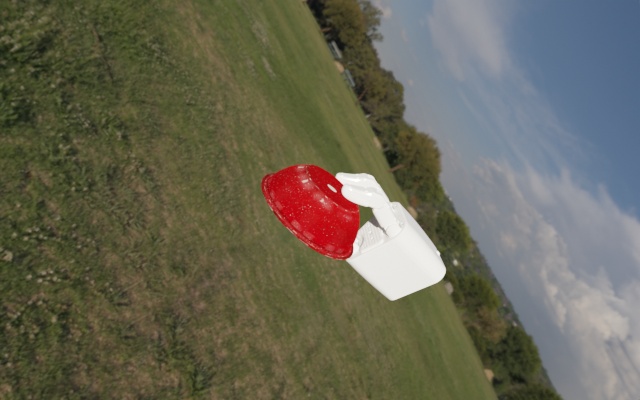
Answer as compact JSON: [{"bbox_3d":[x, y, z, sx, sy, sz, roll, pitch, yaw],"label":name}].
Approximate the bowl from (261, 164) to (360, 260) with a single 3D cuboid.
[{"bbox_3d":[-0.001,0.001,0.644,0.055,0.162,0.162,-48,-21,20],"label":"bowl"}]
